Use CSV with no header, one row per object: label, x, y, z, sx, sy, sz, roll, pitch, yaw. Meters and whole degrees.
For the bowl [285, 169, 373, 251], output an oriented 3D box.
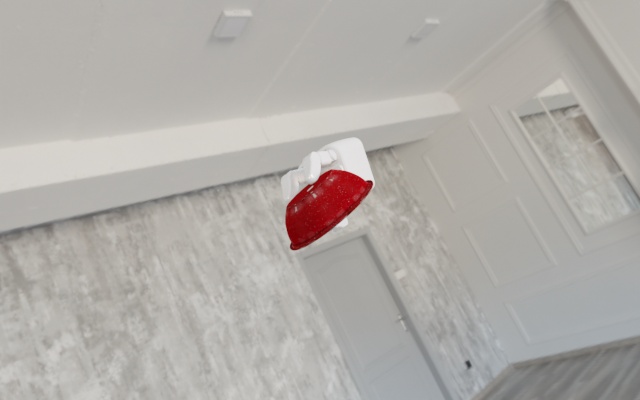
bowl,0.000,0.002,0.719,0.162,0.055,0.162,-38,10,8
